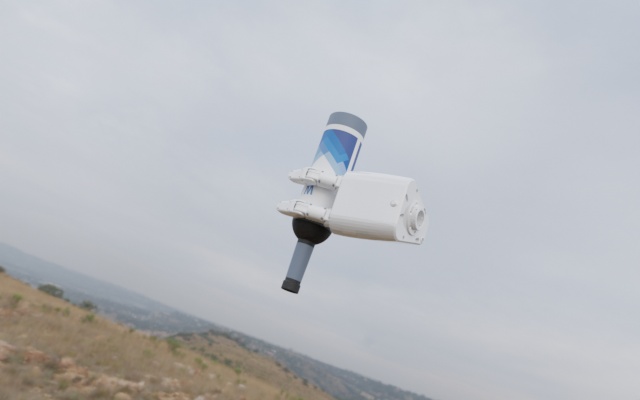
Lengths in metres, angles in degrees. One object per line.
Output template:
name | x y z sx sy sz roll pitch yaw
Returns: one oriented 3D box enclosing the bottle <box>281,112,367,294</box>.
bottle | 0.000 0.002 0.755 0.069 0.295 0.069 18 -17 6
